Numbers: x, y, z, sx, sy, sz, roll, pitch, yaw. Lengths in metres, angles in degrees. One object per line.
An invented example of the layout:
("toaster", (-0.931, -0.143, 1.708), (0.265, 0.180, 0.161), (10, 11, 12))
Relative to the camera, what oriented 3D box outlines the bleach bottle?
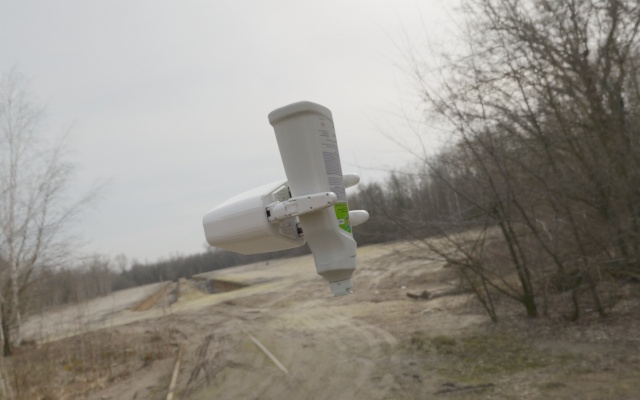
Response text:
("bleach bottle", (0.000, 0.002, 0.632), (0.068, 0.251, 0.102), (-14, -5, 25))
